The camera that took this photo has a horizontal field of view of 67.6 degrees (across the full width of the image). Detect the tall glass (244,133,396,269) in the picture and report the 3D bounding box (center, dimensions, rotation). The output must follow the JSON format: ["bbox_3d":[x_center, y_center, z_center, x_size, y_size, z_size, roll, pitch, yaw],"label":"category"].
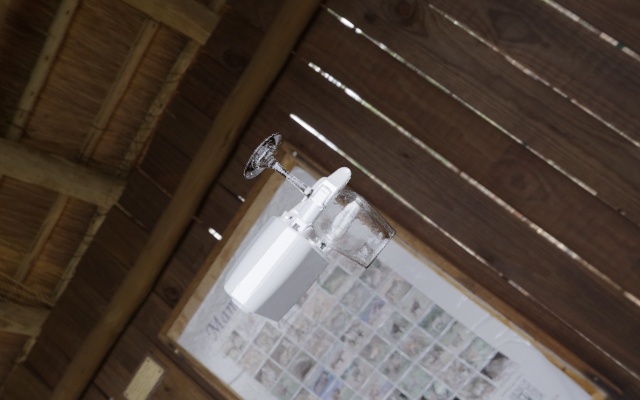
[{"bbox_3d":[0.000,0.001,0.617,0.201,0.079,0.079,38,7,10],"label":"tall glass"}]
